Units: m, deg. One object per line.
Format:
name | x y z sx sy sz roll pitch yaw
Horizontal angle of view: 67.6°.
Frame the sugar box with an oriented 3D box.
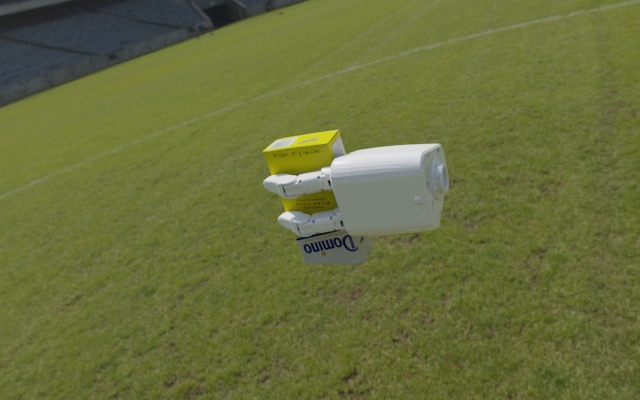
sugar box | 0.000 0.002 0.615 0.093 0.176 0.048 -4 28 28
